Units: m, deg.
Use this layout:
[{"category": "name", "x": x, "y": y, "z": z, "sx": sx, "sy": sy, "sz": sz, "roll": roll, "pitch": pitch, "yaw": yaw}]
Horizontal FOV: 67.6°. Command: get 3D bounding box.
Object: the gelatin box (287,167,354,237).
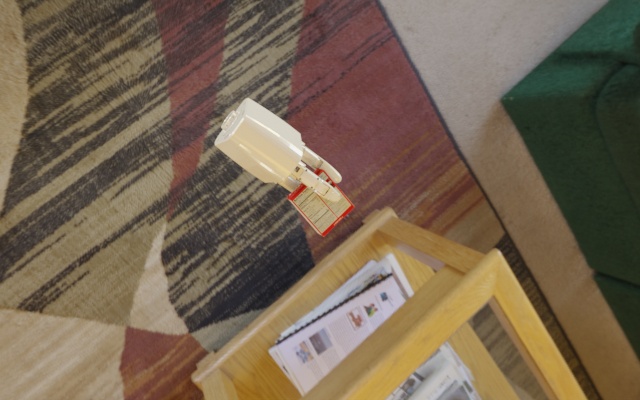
[{"category": "gelatin box", "x": 0.000, "y": 0.003, "z": 0.782, "sx": 0.073, "sy": 0.089, "sz": 0.030, "roll": -44, "pitch": 20, "yaw": -8}]
